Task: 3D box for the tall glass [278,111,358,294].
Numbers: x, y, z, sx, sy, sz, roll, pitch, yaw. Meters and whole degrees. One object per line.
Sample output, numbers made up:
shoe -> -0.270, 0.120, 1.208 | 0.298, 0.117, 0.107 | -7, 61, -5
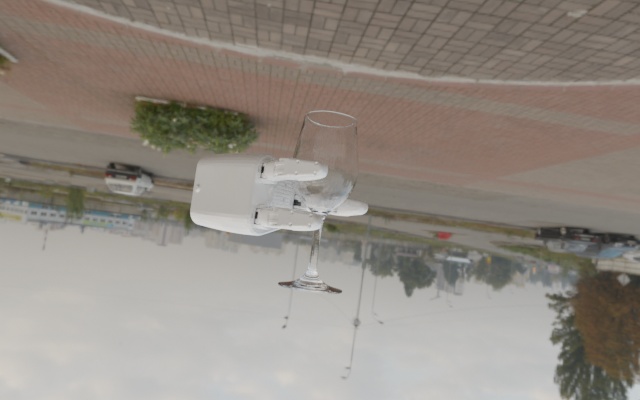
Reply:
tall glass -> 0.000, 0.003, 0.553 | 0.079, 0.201, 0.079 | 7, -4, 1
